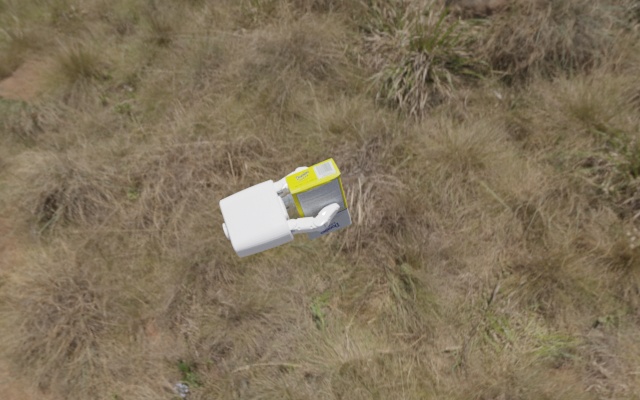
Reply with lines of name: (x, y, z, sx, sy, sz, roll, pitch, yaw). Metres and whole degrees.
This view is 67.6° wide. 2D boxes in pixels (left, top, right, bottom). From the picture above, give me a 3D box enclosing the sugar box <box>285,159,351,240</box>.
sugar box: (0.000, 0.003, 0.898, 0.093, 0.048, 0.176, -21, -31, -3)
